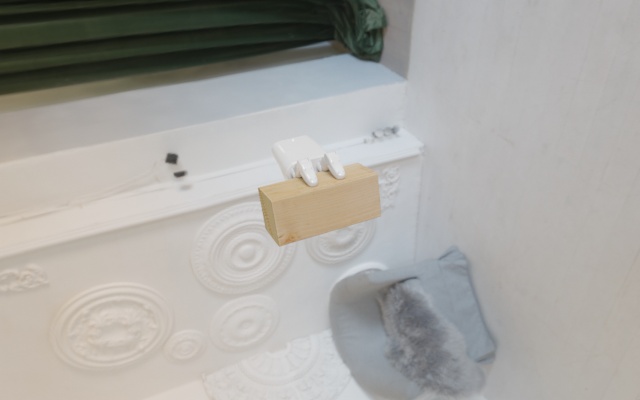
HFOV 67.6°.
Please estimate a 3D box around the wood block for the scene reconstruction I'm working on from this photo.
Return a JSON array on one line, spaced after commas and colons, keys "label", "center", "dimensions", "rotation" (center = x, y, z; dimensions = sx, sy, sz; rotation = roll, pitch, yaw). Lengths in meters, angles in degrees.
[{"label": "wood block", "center": [0.000, 0.003, 0.892], "dimensions": [0.206, 0.091, 0.090], "rotation": [-16, 24, -18]}]
